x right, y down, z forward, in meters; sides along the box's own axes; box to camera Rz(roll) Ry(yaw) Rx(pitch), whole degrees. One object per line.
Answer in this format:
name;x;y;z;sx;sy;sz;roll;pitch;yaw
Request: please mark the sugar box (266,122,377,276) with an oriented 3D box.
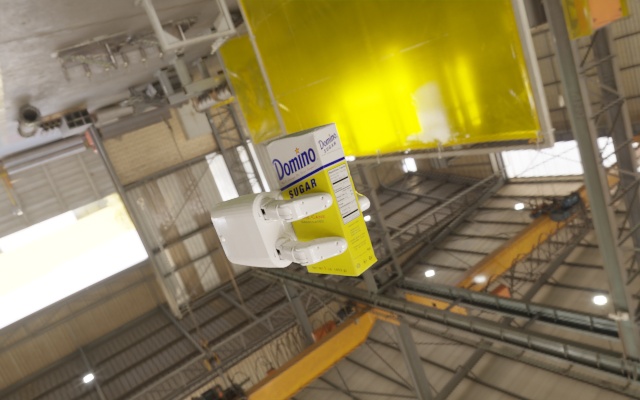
sugar box;0.000;0.002;0.578;0.048;0.176;0.093;-31;16;-39
